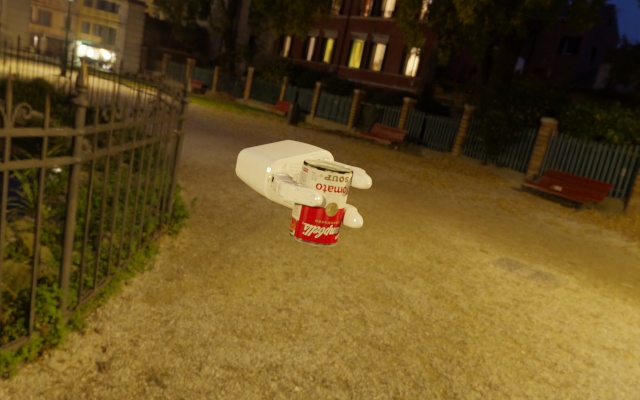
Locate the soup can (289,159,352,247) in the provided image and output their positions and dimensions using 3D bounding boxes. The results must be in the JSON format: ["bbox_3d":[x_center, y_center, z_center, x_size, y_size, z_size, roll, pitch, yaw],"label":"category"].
[{"bbox_3d":[0.000,0.002,0.635,0.068,0.102,0.068,11,12,-2],"label":"soup can"}]
